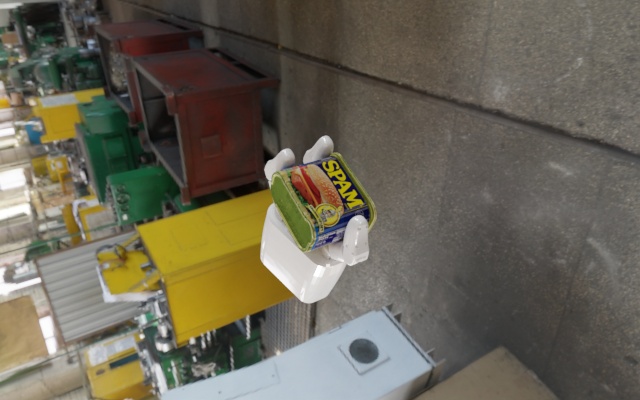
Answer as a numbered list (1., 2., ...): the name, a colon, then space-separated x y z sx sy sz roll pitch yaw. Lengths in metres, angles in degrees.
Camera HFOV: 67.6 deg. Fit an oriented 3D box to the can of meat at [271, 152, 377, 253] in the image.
1. can of meat: 0.000 0.002 0.547 0.084 0.102 0.057 -18 -28 -27
